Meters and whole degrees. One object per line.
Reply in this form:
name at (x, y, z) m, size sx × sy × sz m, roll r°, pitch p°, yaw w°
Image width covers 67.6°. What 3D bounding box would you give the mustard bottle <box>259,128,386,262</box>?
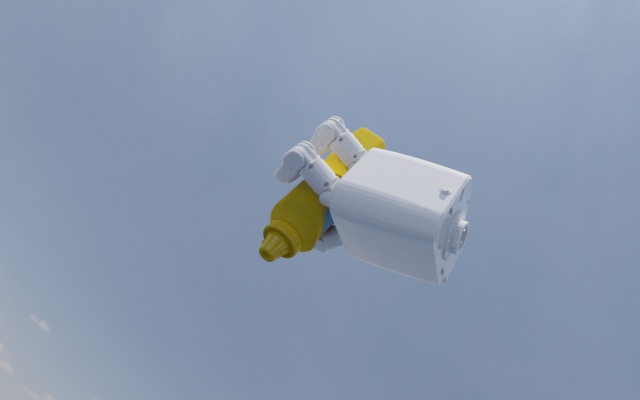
mustard bottle at (0.000, 0.001, 0.522) m, size 0.058 × 0.096 × 0.191 m, roll 36°, pitch 50°, yaw 11°
